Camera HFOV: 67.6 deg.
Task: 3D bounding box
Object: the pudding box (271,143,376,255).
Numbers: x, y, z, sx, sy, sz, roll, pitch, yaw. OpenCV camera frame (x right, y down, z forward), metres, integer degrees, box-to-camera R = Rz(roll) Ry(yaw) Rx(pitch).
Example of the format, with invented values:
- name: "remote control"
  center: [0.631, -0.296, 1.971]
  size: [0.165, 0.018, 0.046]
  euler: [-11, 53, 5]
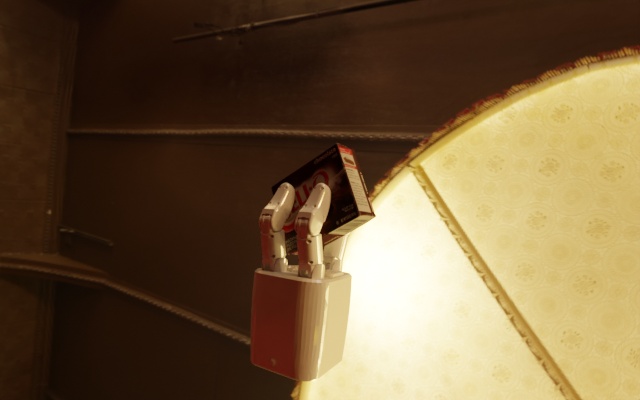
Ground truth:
- name: "pudding box"
  center: [0.000, 0.002, 0.548]
  size: [0.113, 0.090, 0.039]
  euler: [-30, -25, 31]
